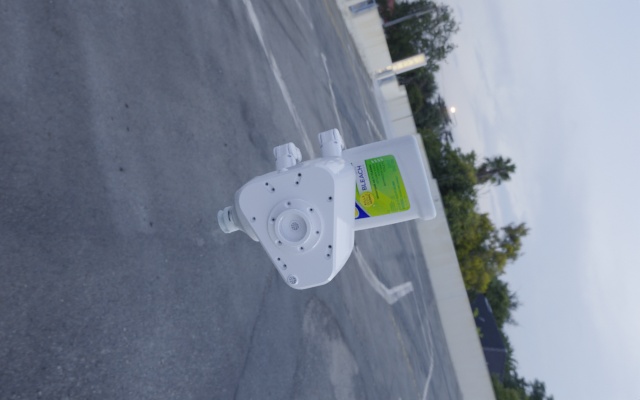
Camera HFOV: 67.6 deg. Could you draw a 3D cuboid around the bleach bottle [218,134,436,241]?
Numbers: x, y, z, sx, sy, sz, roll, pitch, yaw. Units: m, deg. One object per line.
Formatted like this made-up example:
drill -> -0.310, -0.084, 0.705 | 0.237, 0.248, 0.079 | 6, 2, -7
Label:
bleach bottle -> 0.000, 0.002, 0.565 | 0.251, 0.102, 0.068 | -15, 4, 12
